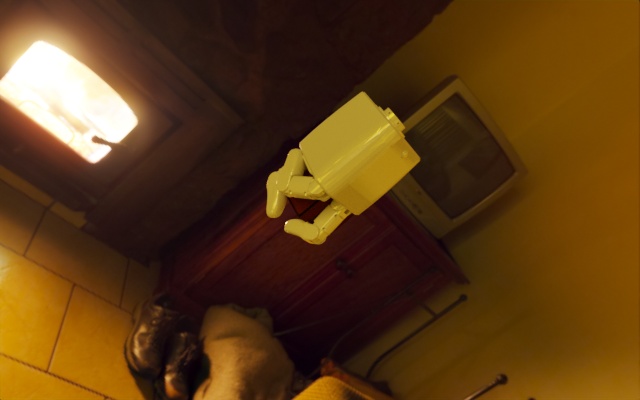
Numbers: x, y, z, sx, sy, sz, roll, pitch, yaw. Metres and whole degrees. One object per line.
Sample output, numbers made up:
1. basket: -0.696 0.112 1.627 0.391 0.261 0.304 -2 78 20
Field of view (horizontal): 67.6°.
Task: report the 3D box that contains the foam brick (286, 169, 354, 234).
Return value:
1. foam brick: 0.000 0.002 0.630 0.051 0.053 0.078 -41 -37 11
